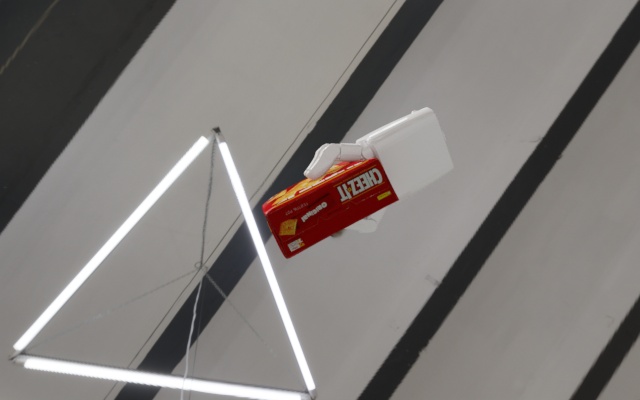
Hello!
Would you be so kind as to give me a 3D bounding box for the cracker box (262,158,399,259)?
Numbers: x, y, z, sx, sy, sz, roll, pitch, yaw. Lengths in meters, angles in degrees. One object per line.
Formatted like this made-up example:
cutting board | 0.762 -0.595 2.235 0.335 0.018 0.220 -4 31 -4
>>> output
cracker box | 0.000 0.002 0.698 0.164 0.072 0.213 -28 6 -6
